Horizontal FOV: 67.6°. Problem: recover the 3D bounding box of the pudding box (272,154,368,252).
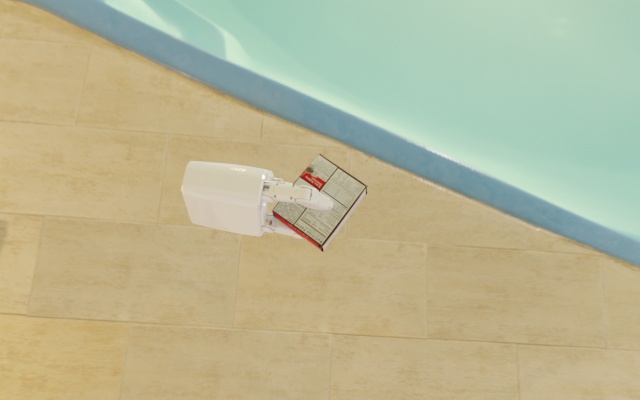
[{"bbox_3d":[0.000,0.002,0.680,0.090,0.113,0.039,36,-12,11],"label":"pudding box"}]
